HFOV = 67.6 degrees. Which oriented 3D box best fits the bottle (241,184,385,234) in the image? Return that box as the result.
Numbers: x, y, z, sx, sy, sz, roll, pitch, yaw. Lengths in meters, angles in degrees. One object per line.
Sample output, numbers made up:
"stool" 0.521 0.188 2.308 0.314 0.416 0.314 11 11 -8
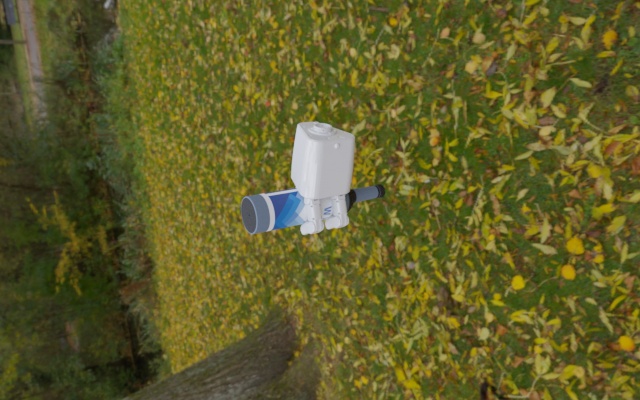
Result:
"bottle" 0.000 0.003 0.896 0.295 0.069 0.069 -10 5 -31
